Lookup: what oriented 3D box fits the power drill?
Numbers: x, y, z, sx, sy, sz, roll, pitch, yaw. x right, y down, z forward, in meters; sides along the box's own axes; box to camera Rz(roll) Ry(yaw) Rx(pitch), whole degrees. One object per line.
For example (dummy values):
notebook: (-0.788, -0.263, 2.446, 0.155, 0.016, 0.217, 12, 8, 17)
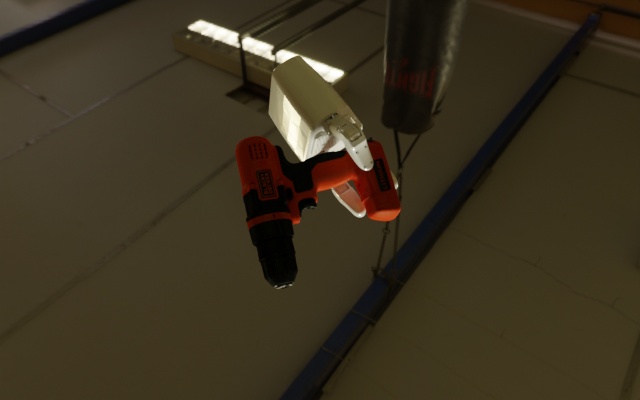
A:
power drill: (0.000, 0.002, 0.582, 0.187, 0.184, 0.057, -9, -13, -21)
